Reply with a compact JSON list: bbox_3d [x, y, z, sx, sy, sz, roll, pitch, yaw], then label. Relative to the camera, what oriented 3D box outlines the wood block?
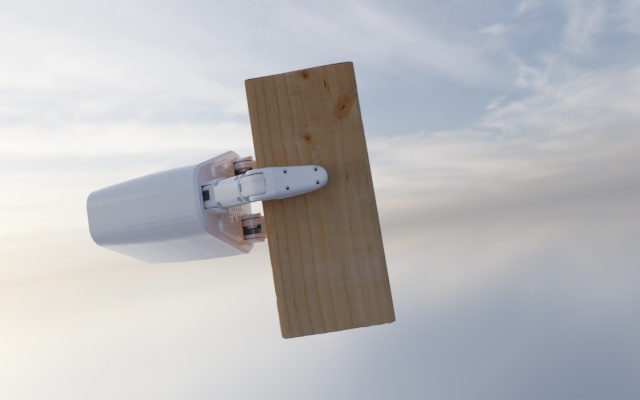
[{"bbox_3d":[0.000,0.001,0.412,0.090,0.206,0.091,-9,-4,2],"label":"wood block"}]
